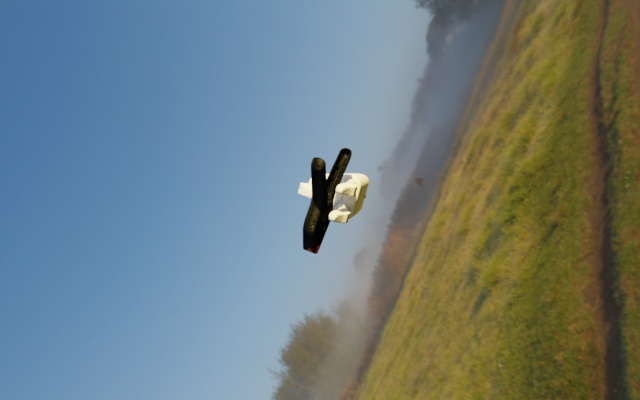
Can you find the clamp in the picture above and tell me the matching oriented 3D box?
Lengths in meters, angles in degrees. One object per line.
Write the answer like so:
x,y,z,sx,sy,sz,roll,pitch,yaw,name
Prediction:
-0.001,0.003,0.892,0.036,0.210,0.164,20,12,18,clamp
